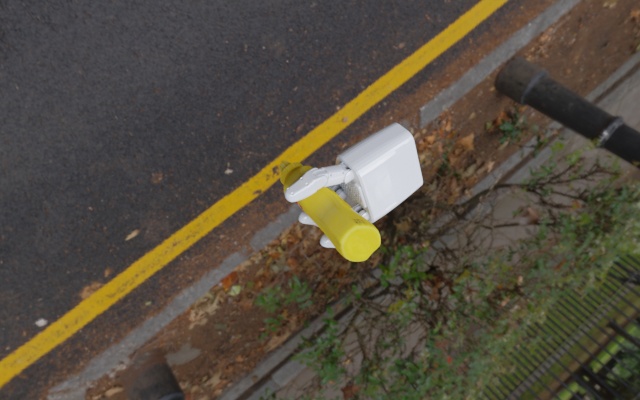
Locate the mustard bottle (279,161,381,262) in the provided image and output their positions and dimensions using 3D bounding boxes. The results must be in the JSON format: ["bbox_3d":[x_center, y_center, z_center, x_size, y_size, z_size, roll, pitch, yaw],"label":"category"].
[{"bbox_3d":[0.000,0.003,0.681,0.191,0.058,0.096,45,5,33],"label":"mustard bottle"}]
